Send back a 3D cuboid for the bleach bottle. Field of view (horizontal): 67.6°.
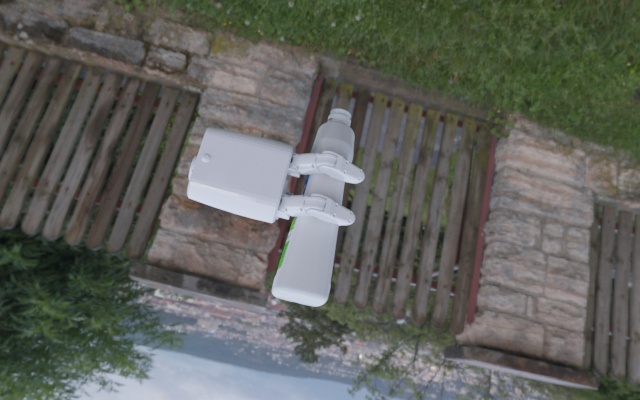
[{"bbox_3d":[0.000,0.002,0.610,0.068,0.250,0.102,14,-19,-3],"label":"bleach bottle"}]
